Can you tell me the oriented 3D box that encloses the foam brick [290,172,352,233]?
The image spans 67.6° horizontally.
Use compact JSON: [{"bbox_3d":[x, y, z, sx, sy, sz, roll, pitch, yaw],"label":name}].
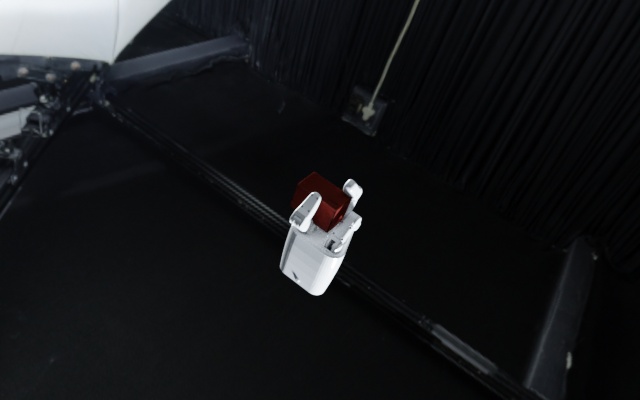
[{"bbox_3d":[0.000,0.002,0.762,0.078,0.051,0.053,35,41,16],"label":"foam brick"}]
